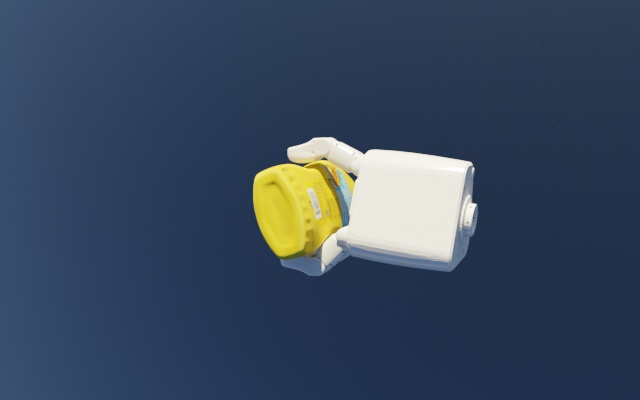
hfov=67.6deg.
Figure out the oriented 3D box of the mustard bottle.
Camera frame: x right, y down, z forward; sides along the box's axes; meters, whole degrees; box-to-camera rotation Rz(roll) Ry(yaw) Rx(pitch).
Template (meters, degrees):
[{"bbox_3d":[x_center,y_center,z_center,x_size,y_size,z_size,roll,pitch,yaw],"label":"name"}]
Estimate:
[{"bbox_3d":[0.000,0.002,0.562,0.058,0.096,0.191,-19,-1,28],"label":"mustard bottle"}]
